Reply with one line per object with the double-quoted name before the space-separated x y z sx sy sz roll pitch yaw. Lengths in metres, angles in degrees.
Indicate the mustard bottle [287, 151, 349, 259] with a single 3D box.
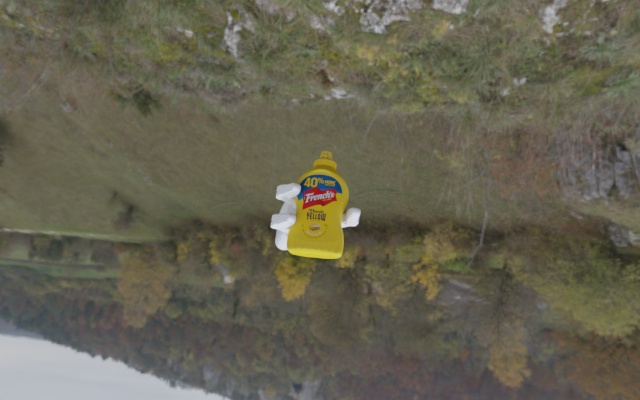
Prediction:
"mustard bottle" 0.000 0.003 0.843 0.096 0.191 0.058 4 -18 10
